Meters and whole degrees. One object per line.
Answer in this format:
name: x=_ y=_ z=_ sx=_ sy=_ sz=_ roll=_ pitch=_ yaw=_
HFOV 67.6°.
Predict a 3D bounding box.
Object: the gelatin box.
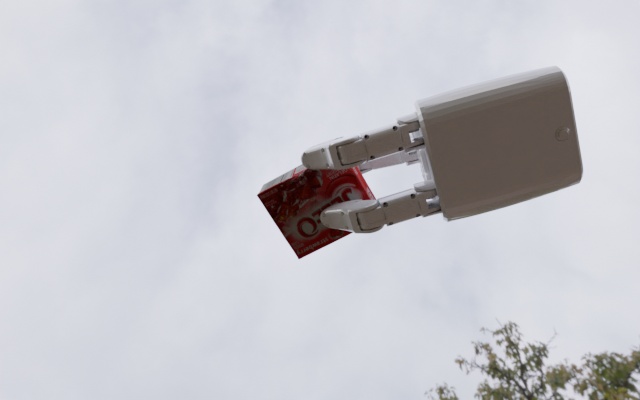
gelatin box: x=0.000 y=0.001 z=0.428 sx=0.089 sy=0.073 sz=0.030 roll=-27 pitch=16 yaw=17
